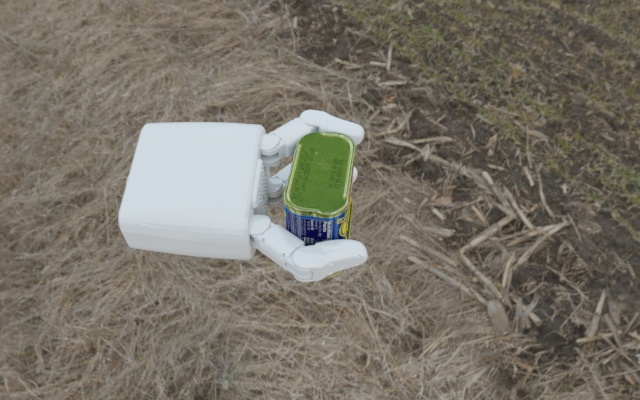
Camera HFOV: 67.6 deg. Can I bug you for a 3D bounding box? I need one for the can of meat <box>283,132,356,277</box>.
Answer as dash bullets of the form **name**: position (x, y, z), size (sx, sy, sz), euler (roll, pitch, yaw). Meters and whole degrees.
- **can of meat**: position (0.000, 0.001, 0.420), size (0.057, 0.102, 0.084), euler (6, -42, 5)
